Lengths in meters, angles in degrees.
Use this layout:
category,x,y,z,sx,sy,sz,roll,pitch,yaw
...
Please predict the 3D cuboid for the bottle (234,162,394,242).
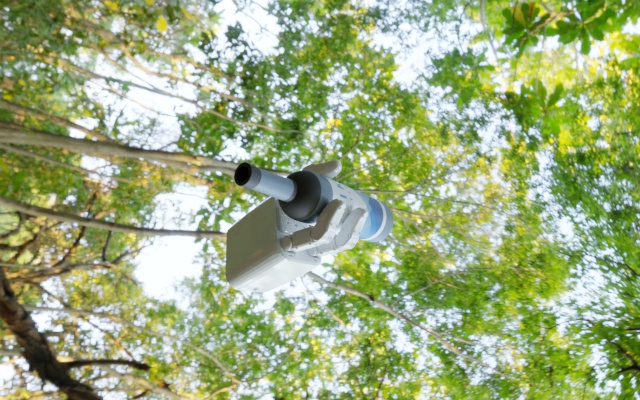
category,x,y,z,sx,sy,sz,roll,pitch,yaw
bottle,0.000,0.002,0.642,0.069,0.069,0.296,0,-12,37
